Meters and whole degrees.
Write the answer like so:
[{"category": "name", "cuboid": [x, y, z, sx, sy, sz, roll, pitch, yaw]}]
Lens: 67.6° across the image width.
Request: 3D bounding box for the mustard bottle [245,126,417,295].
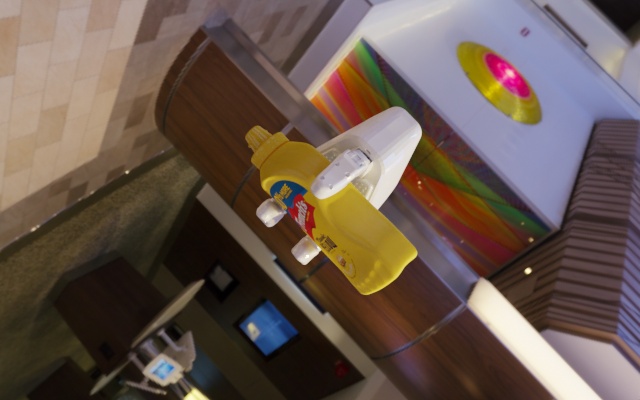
[{"category": "mustard bottle", "cuboid": [0.000, 0.002, 0.456, 0.058, 0.191, 0.096, -42, -4, -21]}]
